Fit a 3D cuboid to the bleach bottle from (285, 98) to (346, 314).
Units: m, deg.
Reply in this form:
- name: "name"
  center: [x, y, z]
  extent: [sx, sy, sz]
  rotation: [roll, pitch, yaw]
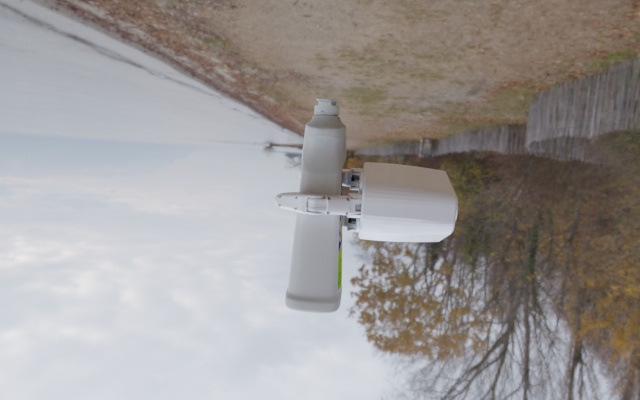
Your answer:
- name: "bleach bottle"
  center: [0.000, 0.002, 0.588]
  extent: [0.068, 0.251, 0.102]
  rotation: [4, 6, 4]
